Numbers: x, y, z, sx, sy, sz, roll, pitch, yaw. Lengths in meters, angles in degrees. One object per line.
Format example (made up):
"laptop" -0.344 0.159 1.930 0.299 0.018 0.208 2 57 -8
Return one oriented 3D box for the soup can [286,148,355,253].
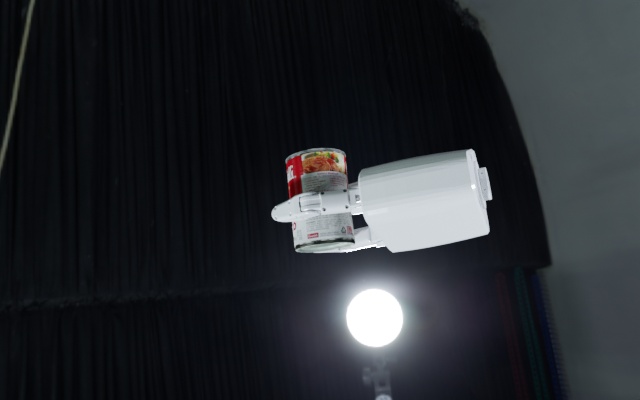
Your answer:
"soup can" 0.000 0.002 0.525 0.068 0.102 0.068 -6 -13 -1
